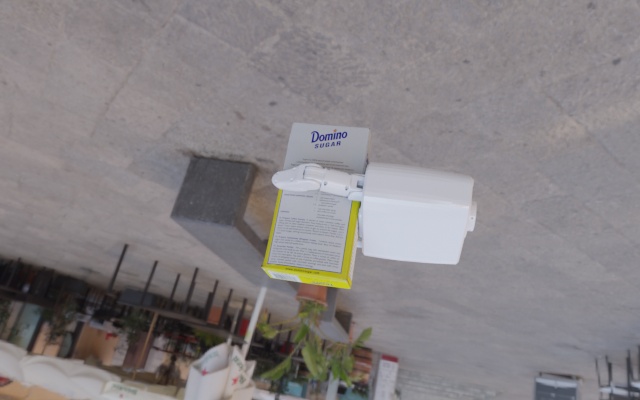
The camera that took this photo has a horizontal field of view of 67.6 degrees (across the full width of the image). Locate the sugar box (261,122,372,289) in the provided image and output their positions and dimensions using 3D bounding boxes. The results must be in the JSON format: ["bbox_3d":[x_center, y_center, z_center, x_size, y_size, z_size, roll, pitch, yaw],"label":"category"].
[{"bbox_3d":[0.000,0.002,0.528,0.093,0.176,0.048,7,-23,12],"label":"sugar box"}]
